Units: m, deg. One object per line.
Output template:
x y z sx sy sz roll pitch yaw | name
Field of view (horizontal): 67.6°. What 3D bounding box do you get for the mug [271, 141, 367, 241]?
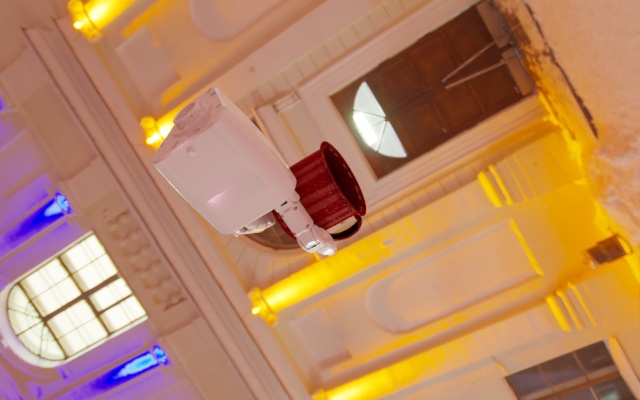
0.001 0.003 0.541 0.081 0.117 0.093 -29 32 18 | mug
